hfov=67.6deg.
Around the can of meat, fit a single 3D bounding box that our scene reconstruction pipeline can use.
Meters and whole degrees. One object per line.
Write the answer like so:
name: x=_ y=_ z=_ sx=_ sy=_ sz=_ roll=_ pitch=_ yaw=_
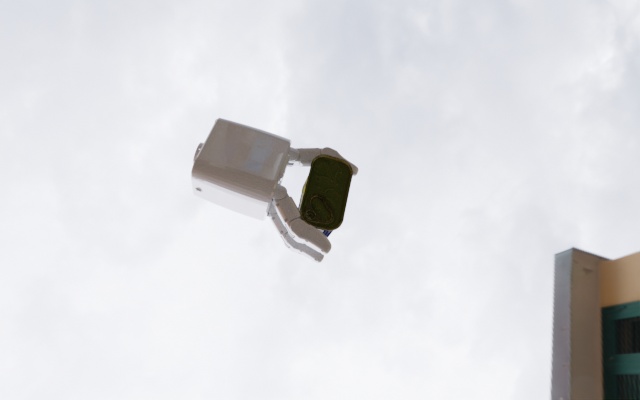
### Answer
can of meat: x=0.000 y=0.002 z=0.651 sx=0.057 sy=0.102 sz=0.084 roll=15 pitch=-22 yaw=-7
